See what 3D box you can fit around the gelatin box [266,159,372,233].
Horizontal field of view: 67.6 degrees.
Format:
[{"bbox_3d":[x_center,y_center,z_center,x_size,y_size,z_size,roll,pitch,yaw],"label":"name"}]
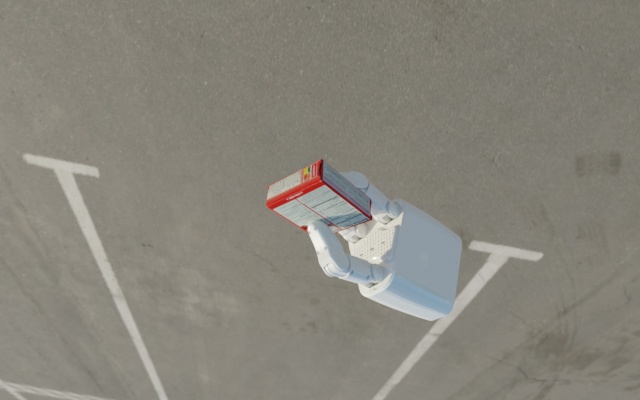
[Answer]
[{"bbox_3d":[0.000,0.002,0.496,0.073,0.030,0.089,-24,-41,32],"label":"gelatin box"}]
